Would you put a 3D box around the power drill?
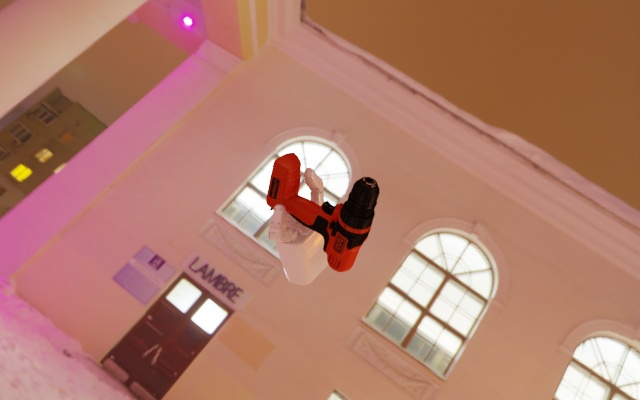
[{"bbox_3d":[0.000,0.002,0.759,0.187,0.185,0.057,38,43,25],"label":"power drill"}]
